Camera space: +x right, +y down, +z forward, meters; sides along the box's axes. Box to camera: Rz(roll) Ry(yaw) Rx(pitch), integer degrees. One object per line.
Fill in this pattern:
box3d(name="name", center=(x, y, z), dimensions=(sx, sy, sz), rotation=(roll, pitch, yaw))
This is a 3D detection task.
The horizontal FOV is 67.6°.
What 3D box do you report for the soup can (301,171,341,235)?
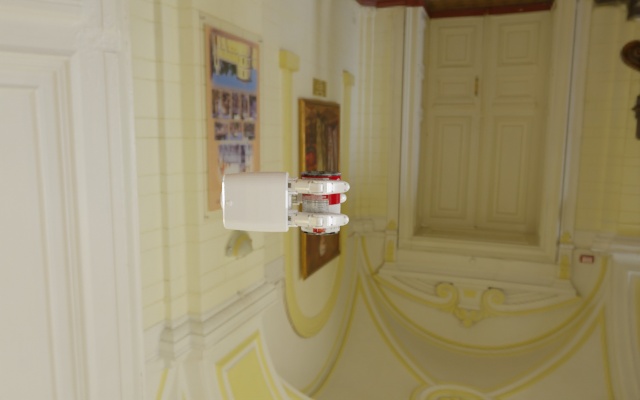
box3d(name="soup can", center=(0.001, 0.003, 0.813), dimensions=(0.068, 0.102, 0.068), rotation=(1, 8, 0))
